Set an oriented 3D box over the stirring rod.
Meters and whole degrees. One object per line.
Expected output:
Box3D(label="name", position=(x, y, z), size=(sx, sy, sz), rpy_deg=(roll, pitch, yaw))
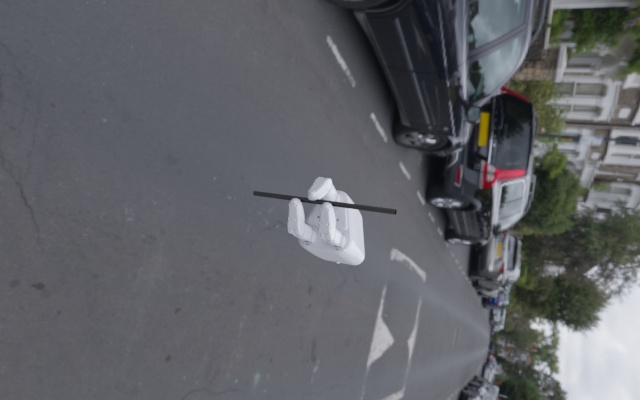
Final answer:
Box3D(label="stirring rod", position=(0.000, 0.002, 0.742), size=(0.239, 0.011, 0.011), rpy_deg=(8, 3, 23))
